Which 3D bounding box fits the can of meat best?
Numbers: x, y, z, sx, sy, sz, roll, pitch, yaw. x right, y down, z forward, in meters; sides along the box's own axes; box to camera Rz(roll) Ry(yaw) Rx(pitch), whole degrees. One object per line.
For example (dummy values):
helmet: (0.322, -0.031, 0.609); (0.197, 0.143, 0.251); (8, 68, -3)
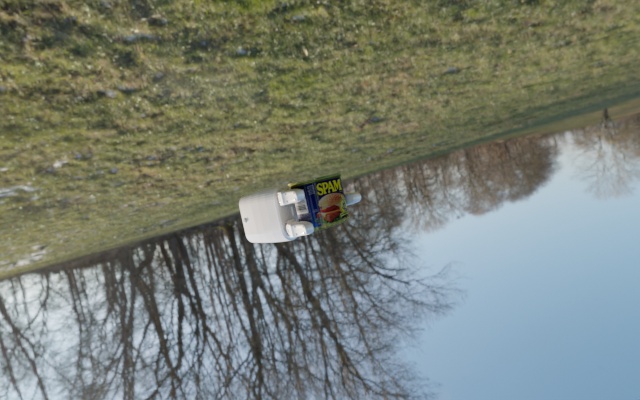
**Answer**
can of meat: (0.000, 0.003, 0.806); (0.057, 0.084, 0.102); (-10, 3, 38)
